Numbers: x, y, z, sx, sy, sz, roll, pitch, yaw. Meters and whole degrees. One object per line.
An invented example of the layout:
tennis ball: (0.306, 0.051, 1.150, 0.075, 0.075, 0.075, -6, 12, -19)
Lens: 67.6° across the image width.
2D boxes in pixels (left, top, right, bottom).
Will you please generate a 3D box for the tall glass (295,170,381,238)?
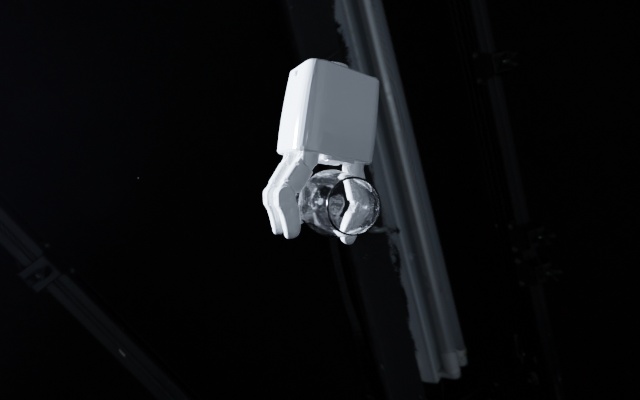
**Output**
tall glass: (0.000, 0.002, 0.586, 0.079, 0.079, 0.201, 0, 3, -21)
